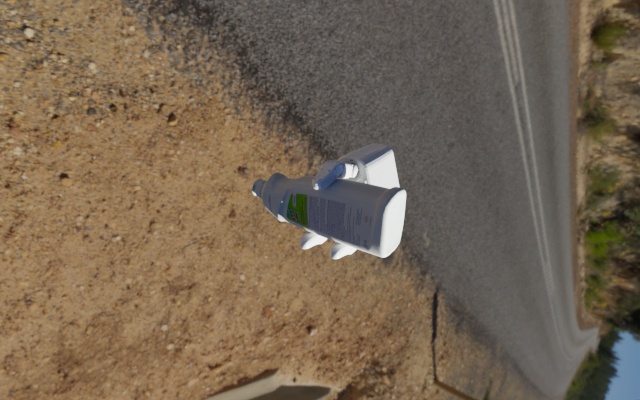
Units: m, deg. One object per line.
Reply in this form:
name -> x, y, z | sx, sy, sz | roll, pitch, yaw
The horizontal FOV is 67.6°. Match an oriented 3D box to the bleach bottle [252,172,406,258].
bleach bottle -> 0.000, 0.002, 0.726 | 0.251, 0.103, 0.068 | 17, 29, 29
